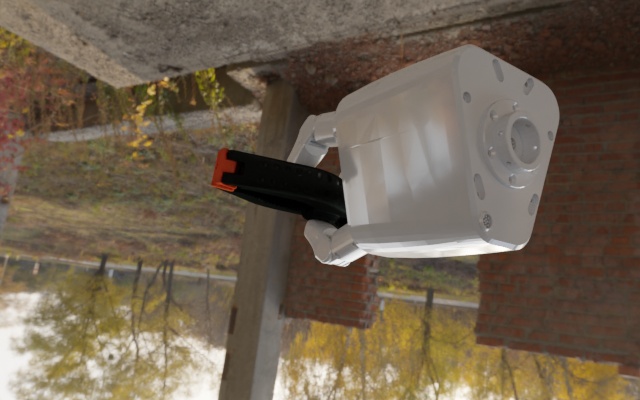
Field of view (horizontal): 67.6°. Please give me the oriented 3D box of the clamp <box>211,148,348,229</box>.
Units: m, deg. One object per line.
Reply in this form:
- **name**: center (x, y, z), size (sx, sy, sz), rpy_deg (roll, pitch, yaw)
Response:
- **clamp**: center (0.000, 0.002, 0.417), size (0.210, 0.036, 0.164), rpy_deg (15, -13, -30)
